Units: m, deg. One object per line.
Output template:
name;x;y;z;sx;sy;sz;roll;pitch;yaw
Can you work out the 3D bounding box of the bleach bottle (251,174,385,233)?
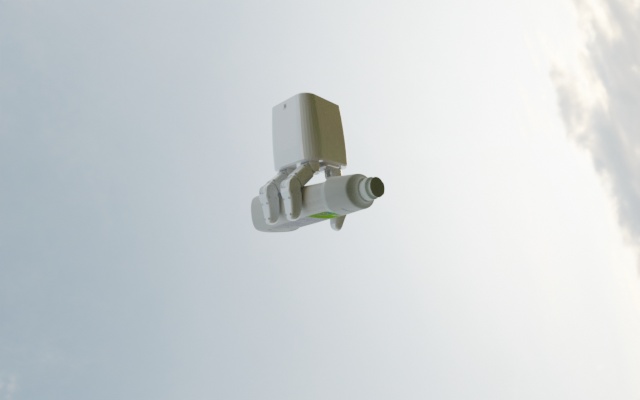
bleach bottle;0.000;0.002;0.724;0.102;0.068;0.251;-1;-8;-41
